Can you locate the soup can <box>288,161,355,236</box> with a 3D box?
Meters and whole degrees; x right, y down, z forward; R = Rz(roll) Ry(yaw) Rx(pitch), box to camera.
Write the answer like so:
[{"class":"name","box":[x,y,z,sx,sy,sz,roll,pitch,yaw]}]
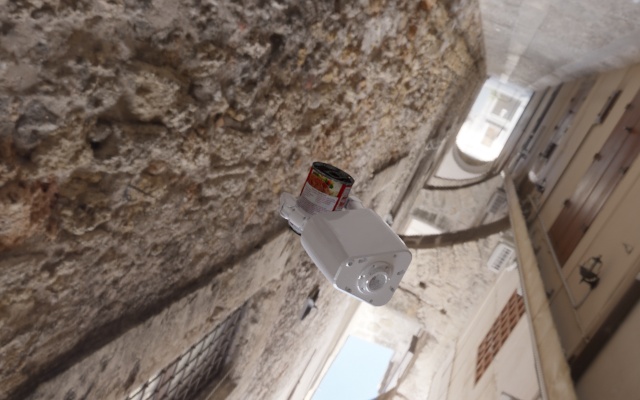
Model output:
[{"class":"soup can","box":[0.000,0.002,0.713,0.068,0.102,0.068,22,18,-8]}]
